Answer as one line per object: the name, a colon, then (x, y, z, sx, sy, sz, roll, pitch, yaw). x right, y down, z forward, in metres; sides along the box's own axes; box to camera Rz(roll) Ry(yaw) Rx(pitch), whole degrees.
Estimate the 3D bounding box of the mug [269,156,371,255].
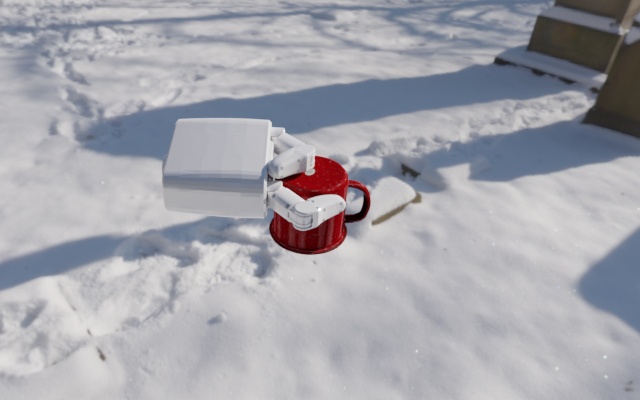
mug: (0.002, 0.002, 0.546, 0.117, 0.082, 0.093, 1, 35, -5)
